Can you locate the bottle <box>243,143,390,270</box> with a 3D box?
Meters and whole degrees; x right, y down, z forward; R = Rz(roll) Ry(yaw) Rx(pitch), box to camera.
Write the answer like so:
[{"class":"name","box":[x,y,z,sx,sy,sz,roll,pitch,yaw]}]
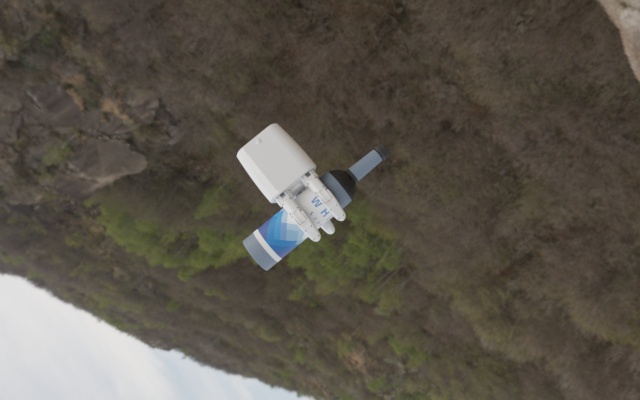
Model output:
[{"class":"bottle","box":[0.000,0.003,0.833,0.295,0.069,0.069,-39,2,-2]}]
